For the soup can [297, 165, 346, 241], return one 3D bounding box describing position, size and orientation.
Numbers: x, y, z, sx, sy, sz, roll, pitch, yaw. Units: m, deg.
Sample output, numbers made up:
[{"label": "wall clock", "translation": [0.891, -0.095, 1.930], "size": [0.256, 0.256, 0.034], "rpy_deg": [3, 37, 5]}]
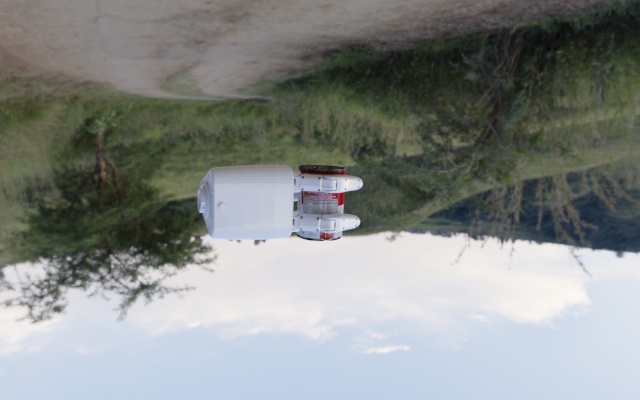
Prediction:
[{"label": "soup can", "translation": [0.001, 0.003, 0.688], "size": [0.068, 0.102, 0.068], "rpy_deg": [2, 9, 0]}]
